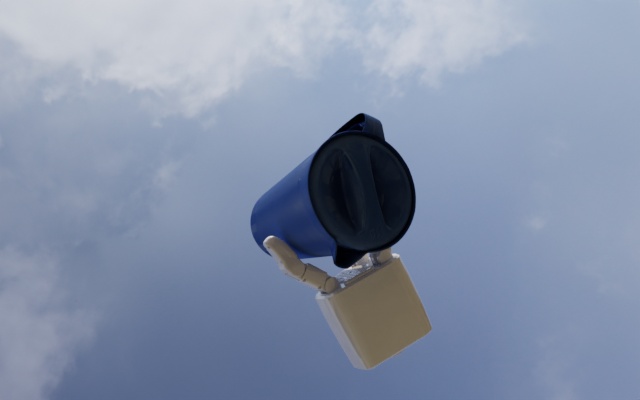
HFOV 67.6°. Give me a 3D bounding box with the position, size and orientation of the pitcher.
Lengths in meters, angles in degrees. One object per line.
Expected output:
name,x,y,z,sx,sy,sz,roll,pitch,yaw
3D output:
pitcher,0.000,0.002,0.608,0.149,0.145,0.243,-30,3,-29
